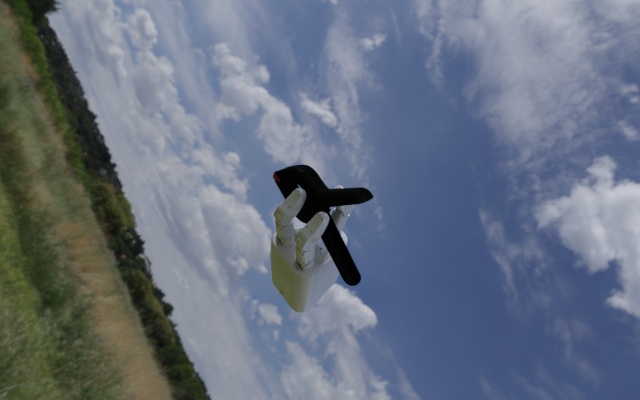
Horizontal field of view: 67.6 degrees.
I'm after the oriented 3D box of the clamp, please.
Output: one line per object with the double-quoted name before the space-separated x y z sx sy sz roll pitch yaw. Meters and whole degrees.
"clamp" 0.000 0.002 0.685 0.036 0.165 0.210 -22 51 -31
